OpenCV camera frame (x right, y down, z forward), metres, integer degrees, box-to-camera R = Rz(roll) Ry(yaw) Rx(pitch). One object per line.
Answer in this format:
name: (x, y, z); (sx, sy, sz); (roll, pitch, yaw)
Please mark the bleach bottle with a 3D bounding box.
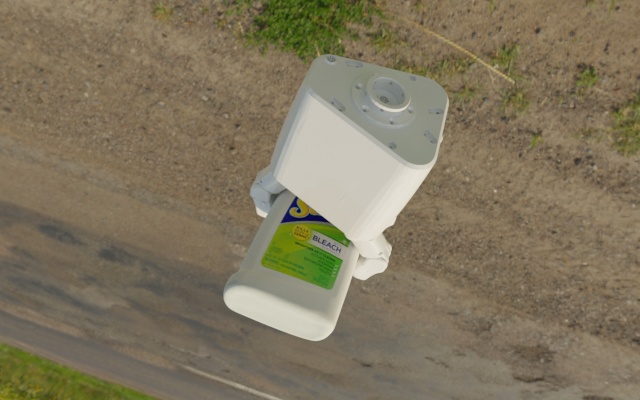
bleach bottle: (0.000, 0.002, 0.473); (0.102, 0.250, 0.068); (23, -34, -4)
